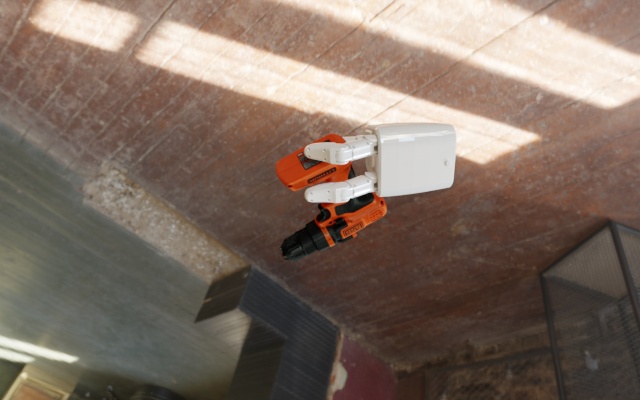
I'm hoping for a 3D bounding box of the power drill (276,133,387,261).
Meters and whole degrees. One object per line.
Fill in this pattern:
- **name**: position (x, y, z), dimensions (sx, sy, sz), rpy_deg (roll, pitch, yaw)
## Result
- **power drill**: position (0.000, 0.002, 0.712), dimensions (0.184, 0.057, 0.188), rpy_deg (-29, -39, -3)
